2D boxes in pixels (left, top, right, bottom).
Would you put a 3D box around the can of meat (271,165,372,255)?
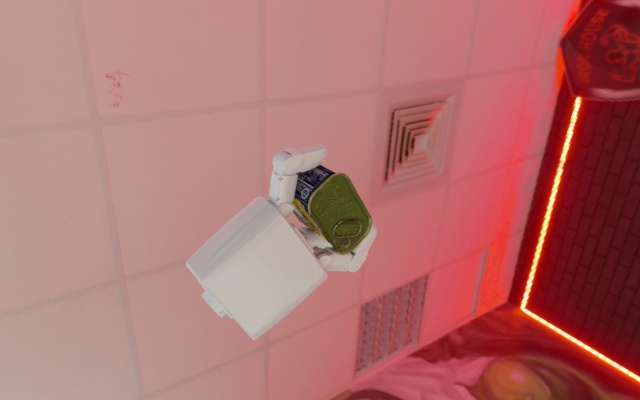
[{"bbox_3d":[0.000,0.002,0.543,0.084,0.057,0.102,32,-18,47],"label":"can of meat"}]
